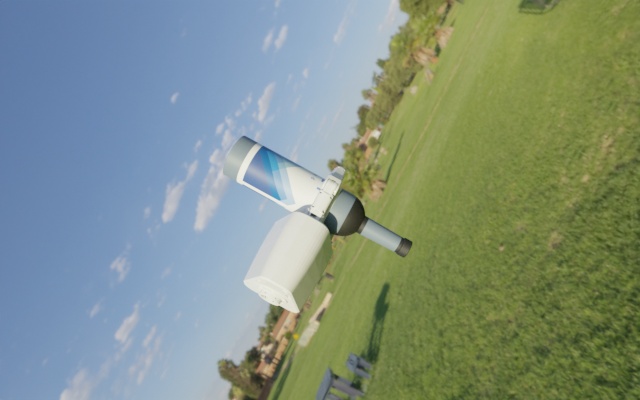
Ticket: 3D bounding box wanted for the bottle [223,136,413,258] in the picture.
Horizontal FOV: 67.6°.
[{"bbox_3d":[0.000,0.002,0.708,0.295,0.069,0.069,29,1,2],"label":"bottle"}]
